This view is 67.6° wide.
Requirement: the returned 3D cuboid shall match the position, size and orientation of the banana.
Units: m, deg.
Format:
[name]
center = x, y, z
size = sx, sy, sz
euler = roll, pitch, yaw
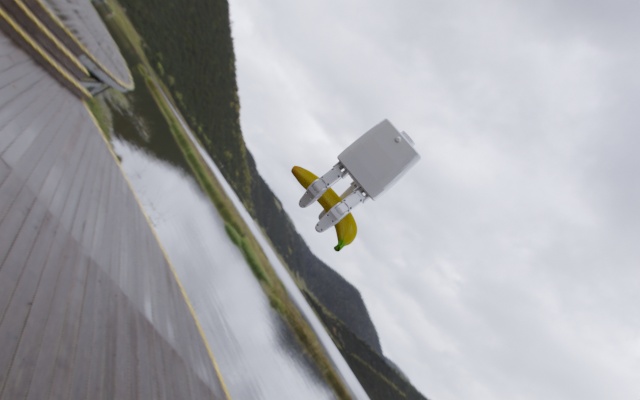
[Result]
[banana]
center = 0.014, 0.008, 0.834
size = 0.069, 0.037, 0.197
euler = 15, 34, -46
